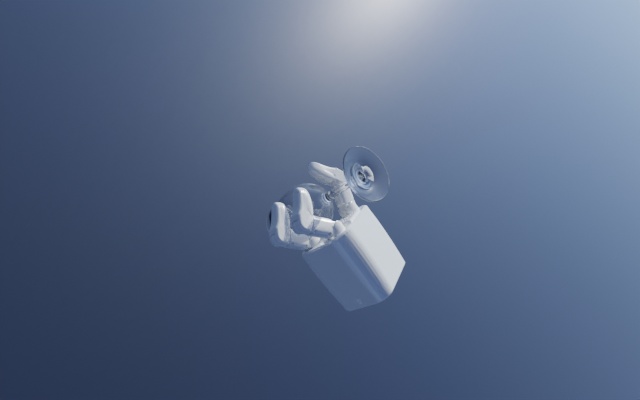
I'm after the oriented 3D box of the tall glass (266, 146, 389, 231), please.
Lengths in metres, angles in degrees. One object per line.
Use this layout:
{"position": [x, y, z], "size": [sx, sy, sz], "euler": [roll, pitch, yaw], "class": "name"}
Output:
{"position": [0.000, 0.002, 0.659], "size": [0.079, 0.079, 0.201], "euler": [0, -20, -38], "class": "tall glass"}
